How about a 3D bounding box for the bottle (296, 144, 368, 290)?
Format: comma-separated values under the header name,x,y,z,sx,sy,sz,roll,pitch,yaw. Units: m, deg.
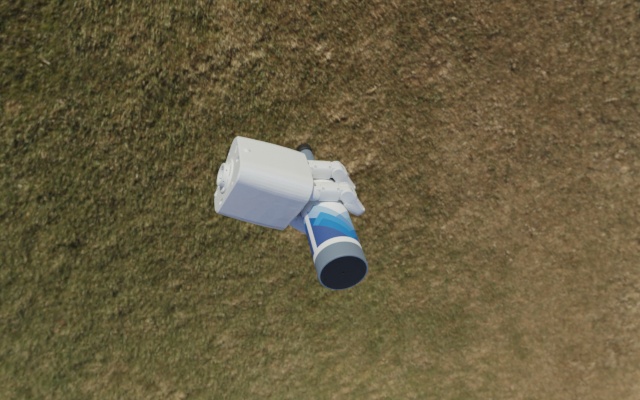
name,x,y,z,sx,sy,sz,roll,pitch,yaw
bottle,0.000,0.003,0.725,0.069,0.069,0.295,0,38,-15
